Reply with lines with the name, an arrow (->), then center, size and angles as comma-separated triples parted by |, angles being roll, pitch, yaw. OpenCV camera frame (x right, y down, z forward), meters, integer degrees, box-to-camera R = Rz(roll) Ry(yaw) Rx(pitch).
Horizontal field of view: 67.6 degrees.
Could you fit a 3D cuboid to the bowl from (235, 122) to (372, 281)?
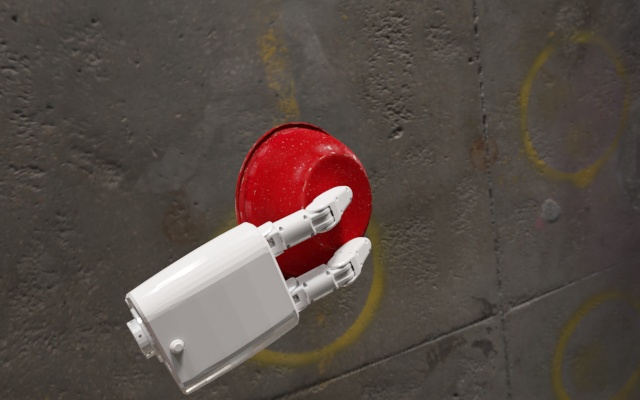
bowl -> 0.001, 0.001, 0.466 | 0.162, 0.162, 0.055 | 0, -1, -42
